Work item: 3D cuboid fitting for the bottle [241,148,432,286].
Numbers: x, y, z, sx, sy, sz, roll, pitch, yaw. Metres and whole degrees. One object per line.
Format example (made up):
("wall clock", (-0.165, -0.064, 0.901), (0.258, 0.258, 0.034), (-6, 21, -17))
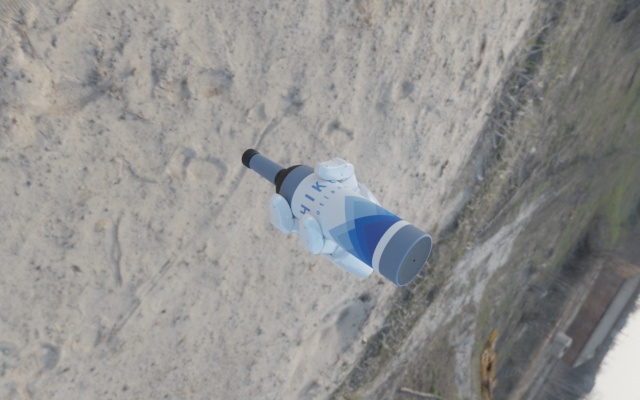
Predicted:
("bottle", (0.000, 0.002, 0.607), (0.295, 0.069, 0.069), (32, 19, 34))
